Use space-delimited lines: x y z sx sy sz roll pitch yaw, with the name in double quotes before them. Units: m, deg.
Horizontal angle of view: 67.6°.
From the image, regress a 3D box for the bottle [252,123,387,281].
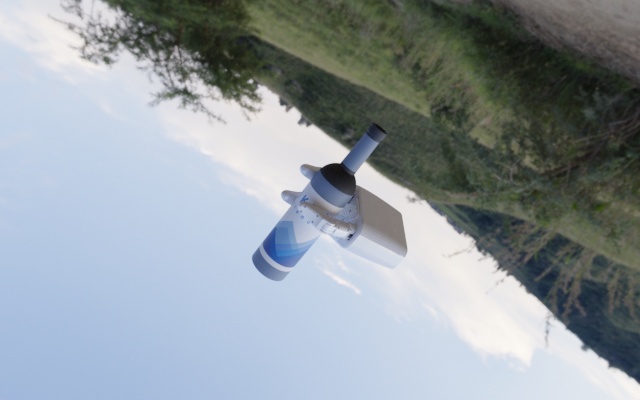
"bottle" 0.000 0.003 0.745 0.069 0.296 0.069 33 21 -14
